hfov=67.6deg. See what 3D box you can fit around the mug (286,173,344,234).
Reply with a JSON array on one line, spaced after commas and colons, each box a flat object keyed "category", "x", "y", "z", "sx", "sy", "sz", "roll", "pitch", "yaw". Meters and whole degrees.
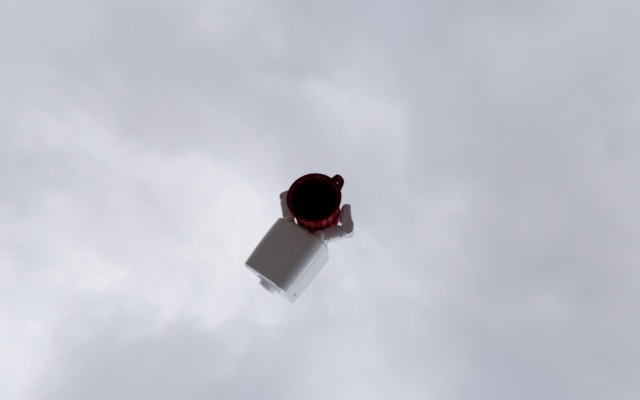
[{"category": "mug", "x": 0.001, "y": 0.002, "z": 0.835, "sx": 0.093, "sy": 0.117, "sz": 0.081, "roll": 34, "pitch": -17, "yaw": 19}]
